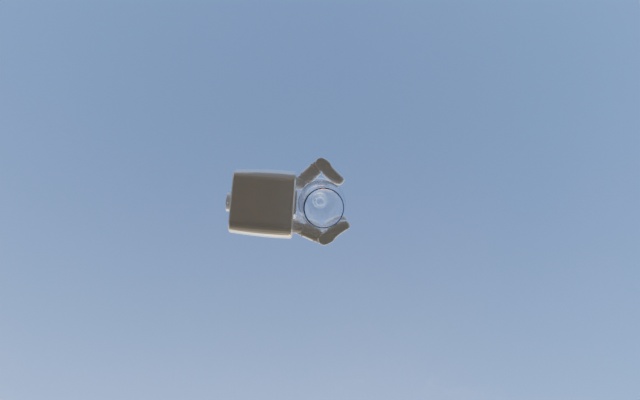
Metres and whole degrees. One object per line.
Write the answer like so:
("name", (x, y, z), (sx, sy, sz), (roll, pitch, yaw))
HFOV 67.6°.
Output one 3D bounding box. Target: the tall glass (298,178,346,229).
("tall glass", (0.000, 0.003, 0.813), (0.079, 0.079, 0.201), (0, 5, -3))
